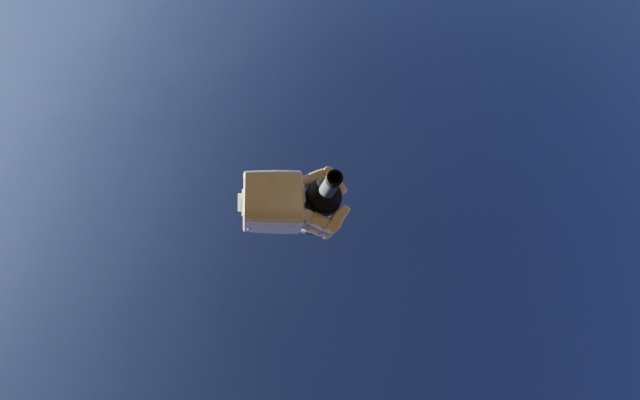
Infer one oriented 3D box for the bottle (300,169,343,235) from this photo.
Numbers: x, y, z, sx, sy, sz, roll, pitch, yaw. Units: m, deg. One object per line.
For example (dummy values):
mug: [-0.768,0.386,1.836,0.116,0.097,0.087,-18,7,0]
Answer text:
bottle: [0.000,0.003,0.888,0.069,0.069,0.296,0,-16,-9]
